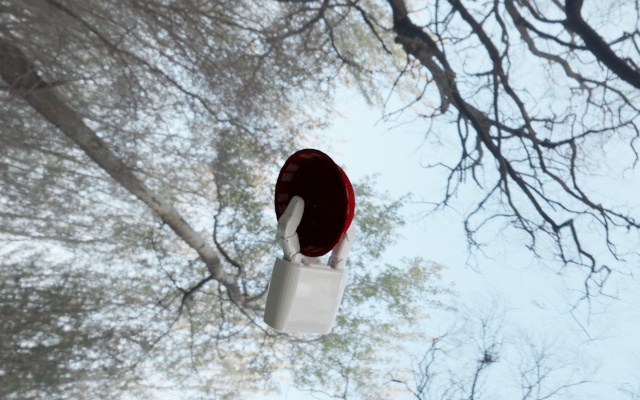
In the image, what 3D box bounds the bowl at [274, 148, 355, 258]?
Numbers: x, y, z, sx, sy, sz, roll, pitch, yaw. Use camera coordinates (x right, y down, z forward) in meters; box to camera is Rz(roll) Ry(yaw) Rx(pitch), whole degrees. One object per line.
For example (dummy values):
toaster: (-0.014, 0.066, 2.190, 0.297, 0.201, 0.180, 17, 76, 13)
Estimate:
bowl: (0.001, 0.001, 0.718, 0.055, 0.162, 0.162, -4, 3, -43)
